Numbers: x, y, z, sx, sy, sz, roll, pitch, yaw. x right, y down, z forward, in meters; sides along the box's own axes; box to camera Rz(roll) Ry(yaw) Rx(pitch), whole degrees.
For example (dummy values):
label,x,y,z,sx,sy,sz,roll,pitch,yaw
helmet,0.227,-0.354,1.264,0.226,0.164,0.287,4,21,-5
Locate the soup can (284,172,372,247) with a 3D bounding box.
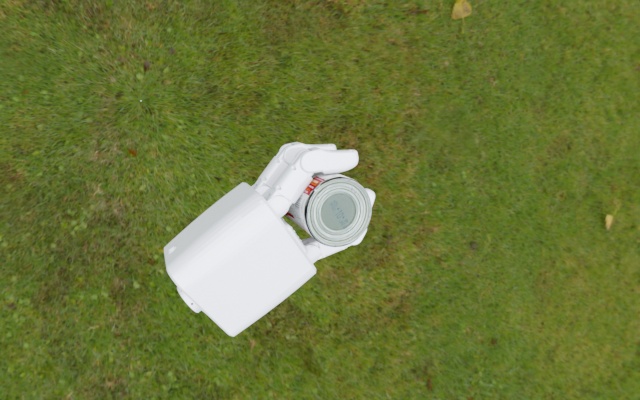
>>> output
label,x,y,z,sx,sy,sz,roll,pitch,yaw
soup can,0.001,0.001,0.481,0.068,0.068,0.102,0,11,-21
